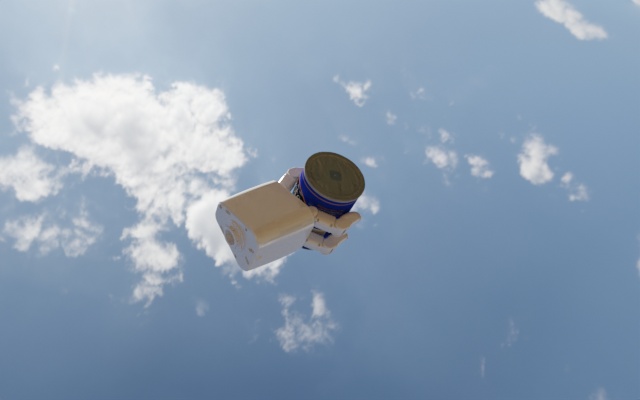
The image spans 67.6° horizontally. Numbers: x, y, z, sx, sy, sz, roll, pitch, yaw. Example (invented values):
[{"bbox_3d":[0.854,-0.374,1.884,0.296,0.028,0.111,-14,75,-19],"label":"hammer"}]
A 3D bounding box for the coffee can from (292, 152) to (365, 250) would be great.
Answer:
[{"bbox_3d":[0.000,0.002,0.800,0.103,0.102,0.140,0,-38,-26],"label":"coffee can"}]
